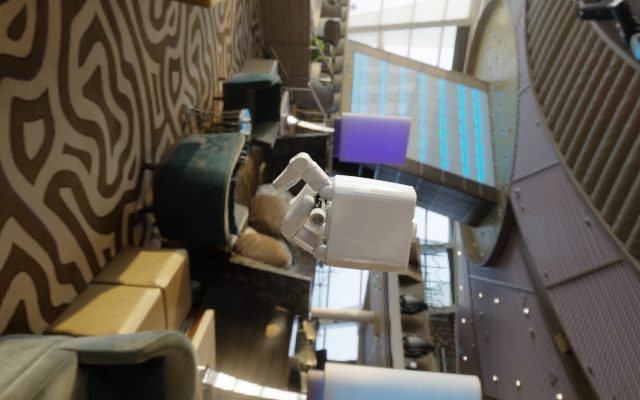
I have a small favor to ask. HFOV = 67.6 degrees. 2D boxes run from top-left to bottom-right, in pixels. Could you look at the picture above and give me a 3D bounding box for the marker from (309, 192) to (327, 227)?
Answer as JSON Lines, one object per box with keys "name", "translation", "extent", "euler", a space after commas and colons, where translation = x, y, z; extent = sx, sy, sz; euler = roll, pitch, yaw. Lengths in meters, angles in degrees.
{"name": "marker", "translation": [0.000, 0.002, 0.614], "extent": [0.020, 0.020, 0.121], "euler": [0, 20, 4]}
